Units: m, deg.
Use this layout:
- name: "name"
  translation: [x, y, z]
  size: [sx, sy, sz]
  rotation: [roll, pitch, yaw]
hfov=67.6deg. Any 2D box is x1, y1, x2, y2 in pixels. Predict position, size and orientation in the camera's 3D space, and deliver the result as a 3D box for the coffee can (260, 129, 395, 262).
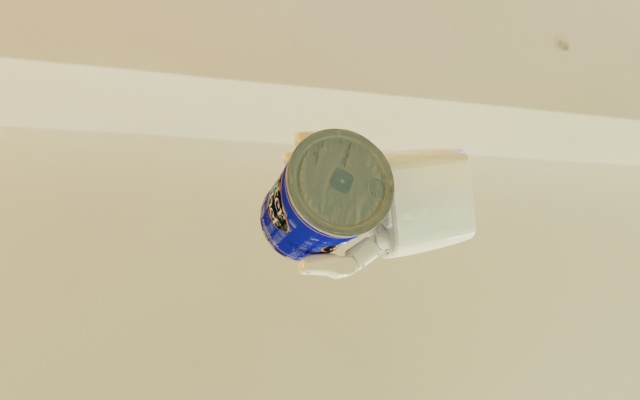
- name: "coffee can"
  translation: [0.000, 0.002, 0.492]
  size: [0.103, 0.102, 0.140]
  rotation: [0, -16, -18]
